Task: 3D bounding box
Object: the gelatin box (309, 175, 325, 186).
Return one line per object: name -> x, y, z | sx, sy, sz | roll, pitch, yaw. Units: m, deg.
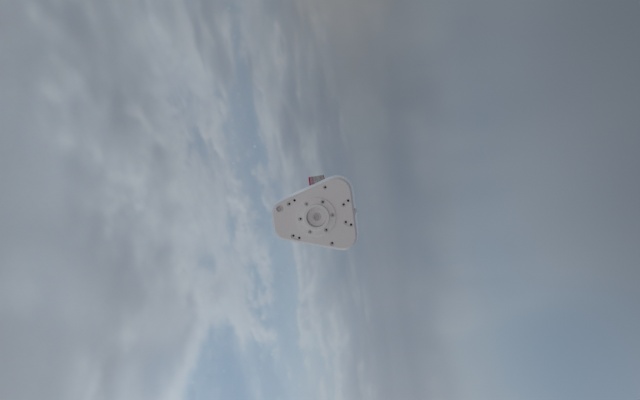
gelatin box -> 0.000, 0.003, 0.789 | 0.030, 0.073, 0.089 | -9, 15, -2
